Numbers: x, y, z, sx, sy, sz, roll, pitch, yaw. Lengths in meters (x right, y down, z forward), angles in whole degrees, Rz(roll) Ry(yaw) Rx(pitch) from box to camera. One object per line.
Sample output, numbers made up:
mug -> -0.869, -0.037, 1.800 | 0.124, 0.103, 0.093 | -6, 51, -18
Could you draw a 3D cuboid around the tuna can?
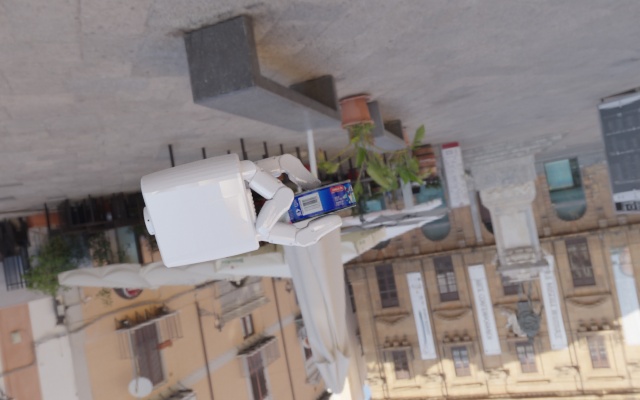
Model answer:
tuna can -> 0.000, 0.002, 0.591 | 0.086, 0.034, 0.086 | -16, -2, 0
